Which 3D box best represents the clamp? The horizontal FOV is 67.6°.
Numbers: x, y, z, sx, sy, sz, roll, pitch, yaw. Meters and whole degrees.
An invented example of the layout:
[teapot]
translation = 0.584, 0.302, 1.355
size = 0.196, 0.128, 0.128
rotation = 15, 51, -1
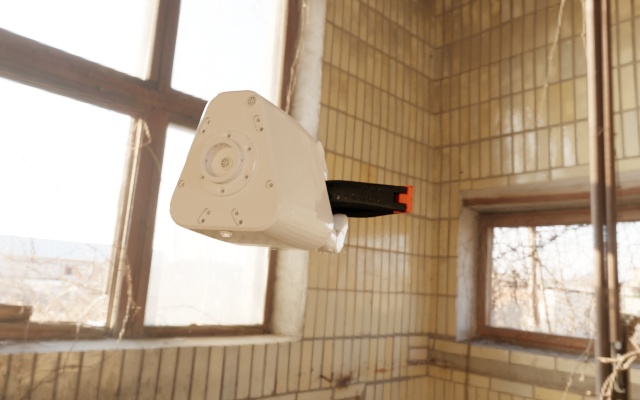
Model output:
[clamp]
translation = 0.001, 0.001, 0.532
size = 0.210, 0.036, 0.164
rotation = 1, -11, 19
